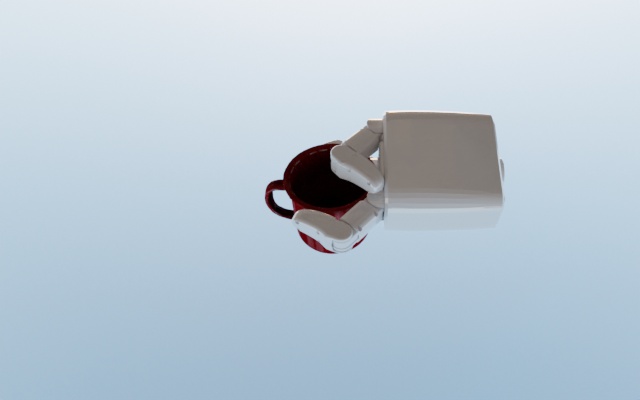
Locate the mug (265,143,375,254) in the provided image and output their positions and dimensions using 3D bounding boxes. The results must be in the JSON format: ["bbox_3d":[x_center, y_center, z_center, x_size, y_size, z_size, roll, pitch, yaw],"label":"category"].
[{"bbox_3d":[-0.001,0.002,0.498,0.117,0.093,0.082,0,-41,5],"label":"mug"}]
